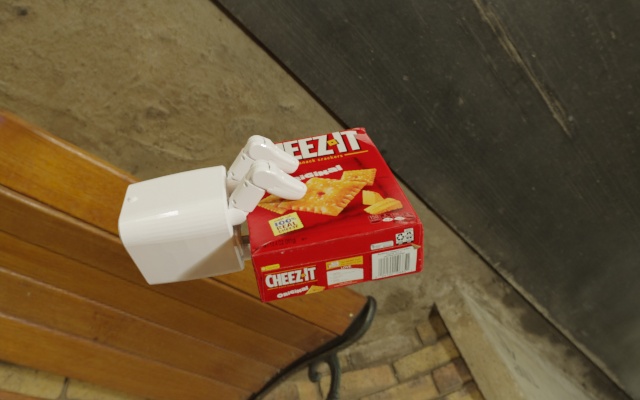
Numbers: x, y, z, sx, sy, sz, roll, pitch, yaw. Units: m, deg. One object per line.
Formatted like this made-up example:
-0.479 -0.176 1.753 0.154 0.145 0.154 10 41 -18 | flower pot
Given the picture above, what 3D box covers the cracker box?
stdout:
0.000 0.002 0.531 0.164 0.072 0.213 -10 35 -6 | cracker box
